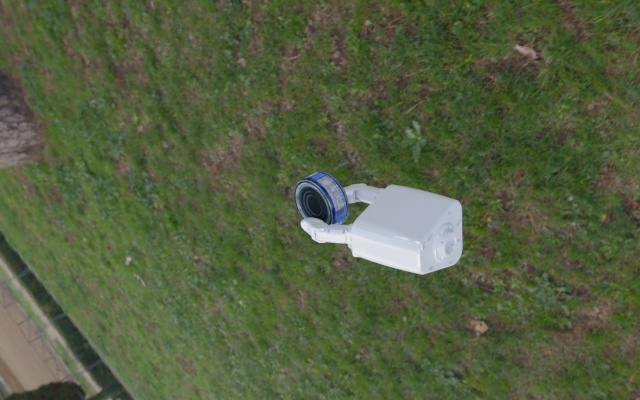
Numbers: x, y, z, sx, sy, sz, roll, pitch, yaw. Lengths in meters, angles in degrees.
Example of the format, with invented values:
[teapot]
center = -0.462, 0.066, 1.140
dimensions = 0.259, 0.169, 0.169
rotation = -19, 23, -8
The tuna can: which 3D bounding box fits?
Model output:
[tuna can]
center = 0.000, 0.003, 0.701
dimensions = 0.033, 0.086, 0.086
rotation = -28, 17, -35
